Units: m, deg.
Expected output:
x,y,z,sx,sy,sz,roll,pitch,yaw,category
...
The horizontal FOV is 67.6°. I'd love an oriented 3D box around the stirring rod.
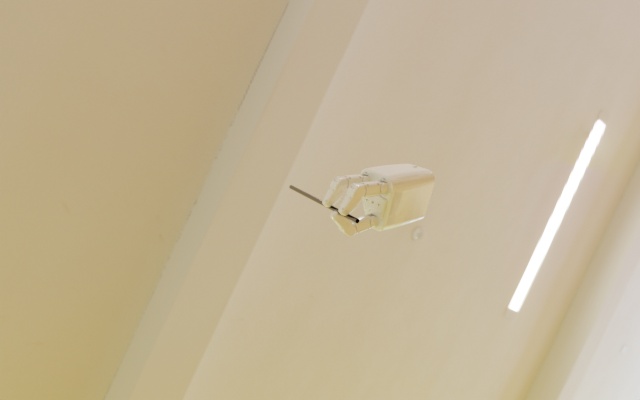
x,y,z,sx,sy,sz,roll,pitch,yaw,category
0.000,0.003,0.881,0.011,0.011,0.239,0,15,-31,stirring rod
